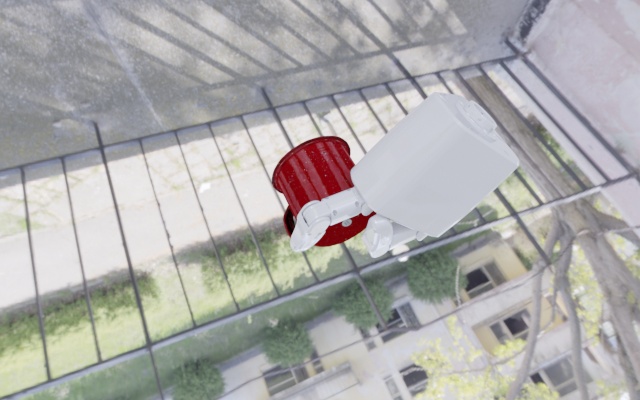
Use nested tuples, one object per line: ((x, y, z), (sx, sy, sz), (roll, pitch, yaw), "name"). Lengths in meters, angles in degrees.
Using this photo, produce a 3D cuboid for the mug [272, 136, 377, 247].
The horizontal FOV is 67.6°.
((-0.001, 0.003, 0.501), (0.093, 0.081, 0.117), (7, -45, -46), "mug")
